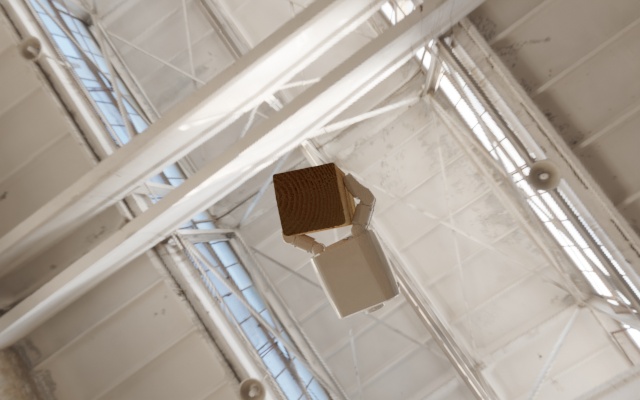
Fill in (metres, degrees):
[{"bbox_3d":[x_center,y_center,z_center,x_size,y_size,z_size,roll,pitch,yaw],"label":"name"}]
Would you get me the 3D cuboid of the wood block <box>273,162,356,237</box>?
[{"bbox_3d":[0.000,0.003,0.751,0.091,0.090,0.206,-12,-4,8],"label":"wood block"}]
